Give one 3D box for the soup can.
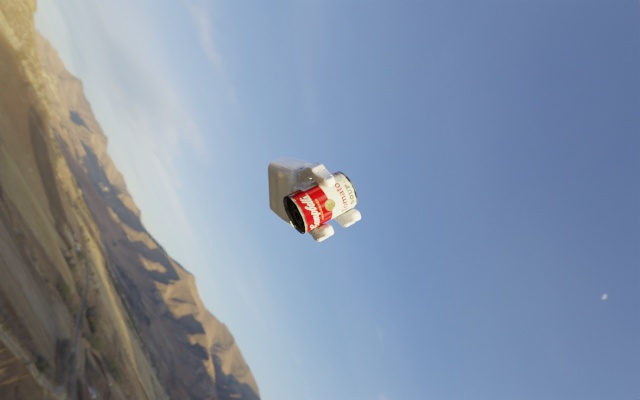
[{"bbox_3d":[0.001,0.002,0.776,0.102,0.068,0.068,-27,10,-22],"label":"soup can"}]
